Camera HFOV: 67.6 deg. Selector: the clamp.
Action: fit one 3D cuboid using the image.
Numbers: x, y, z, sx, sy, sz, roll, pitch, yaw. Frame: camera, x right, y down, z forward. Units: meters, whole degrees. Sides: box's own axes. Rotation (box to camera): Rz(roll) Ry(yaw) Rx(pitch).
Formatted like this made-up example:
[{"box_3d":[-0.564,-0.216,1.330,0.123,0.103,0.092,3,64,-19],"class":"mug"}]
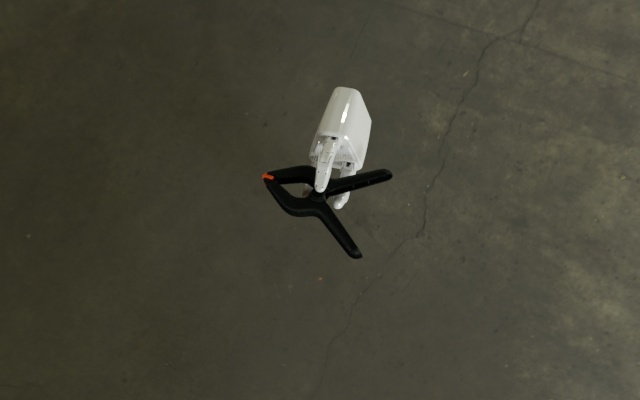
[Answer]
[{"box_3d":[0.000,0.002,0.779,0.210,0.164,0.036,12,-27,10],"class":"clamp"}]
